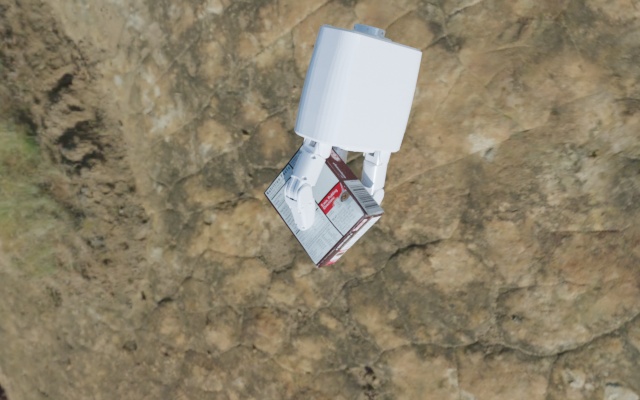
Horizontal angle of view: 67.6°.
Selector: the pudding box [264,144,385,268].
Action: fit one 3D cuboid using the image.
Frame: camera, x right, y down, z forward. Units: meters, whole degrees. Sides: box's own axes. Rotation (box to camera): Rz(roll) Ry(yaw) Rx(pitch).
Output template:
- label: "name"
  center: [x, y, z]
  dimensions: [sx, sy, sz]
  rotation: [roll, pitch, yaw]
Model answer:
- label: "pudding box"
  center: [0.000, 0.002, 0.520]
  dimensions: [0.039, 0.113, 0.090]
  rotation: [-4, -38, -53]
